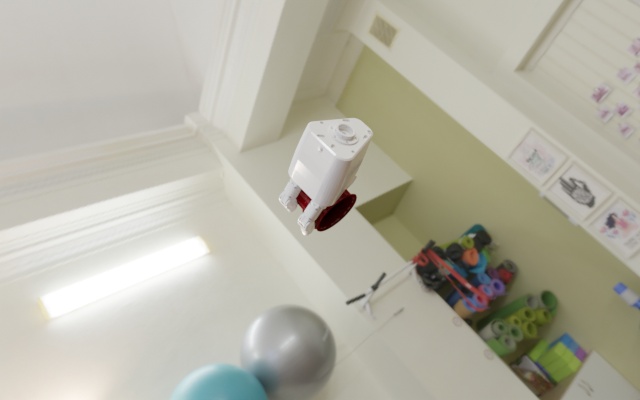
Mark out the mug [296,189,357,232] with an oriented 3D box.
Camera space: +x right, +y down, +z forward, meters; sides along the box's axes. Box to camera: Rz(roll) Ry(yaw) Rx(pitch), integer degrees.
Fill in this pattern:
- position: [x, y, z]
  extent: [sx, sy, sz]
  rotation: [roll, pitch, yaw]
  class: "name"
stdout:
- position: [0.000, 0.004, 0.864]
  extent: [0.093, 0.081, 0.117]
  rotation: [-25, -26, -40]
  class: "mug"
